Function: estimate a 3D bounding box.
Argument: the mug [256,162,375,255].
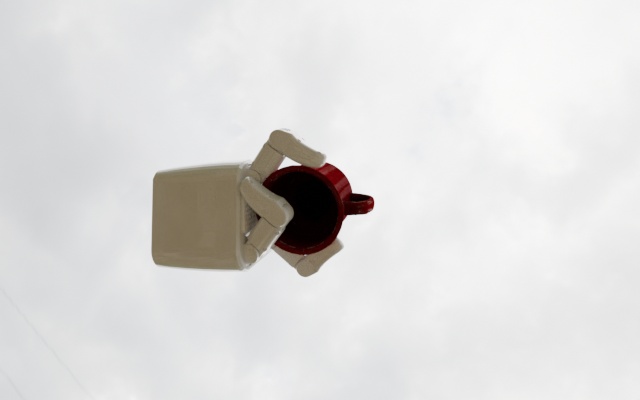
[{"bbox_3d":[0.002,0.002,0.513,0.117,0.093,0.081,-2,12,16],"label":"mug"}]
